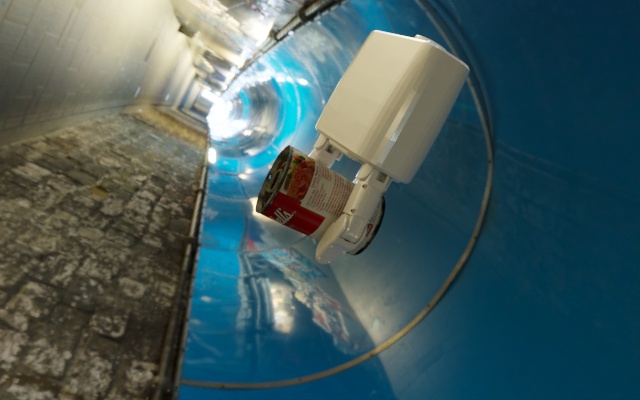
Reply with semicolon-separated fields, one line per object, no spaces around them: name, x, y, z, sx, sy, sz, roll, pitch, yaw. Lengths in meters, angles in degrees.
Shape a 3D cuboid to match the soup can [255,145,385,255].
soup can;0.000;0.002;0.443;0.102;0.068;0.068;26;-8;-17
